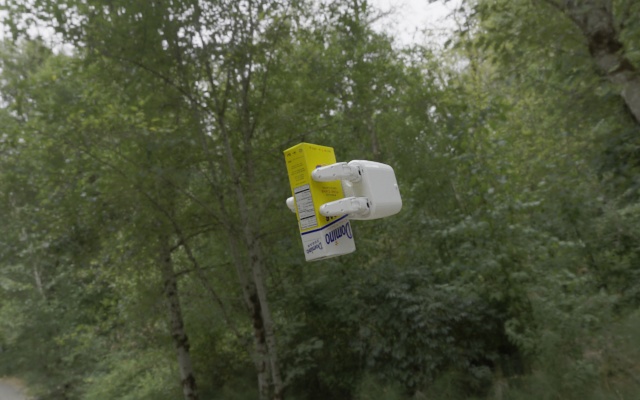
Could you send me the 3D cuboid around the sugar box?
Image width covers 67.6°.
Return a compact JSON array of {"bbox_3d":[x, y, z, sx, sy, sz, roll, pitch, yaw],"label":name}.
[{"bbox_3d":[0.001,0.002,0.750,0.048,0.176,0.093,-20,-10,32],"label":"sugar box"}]
